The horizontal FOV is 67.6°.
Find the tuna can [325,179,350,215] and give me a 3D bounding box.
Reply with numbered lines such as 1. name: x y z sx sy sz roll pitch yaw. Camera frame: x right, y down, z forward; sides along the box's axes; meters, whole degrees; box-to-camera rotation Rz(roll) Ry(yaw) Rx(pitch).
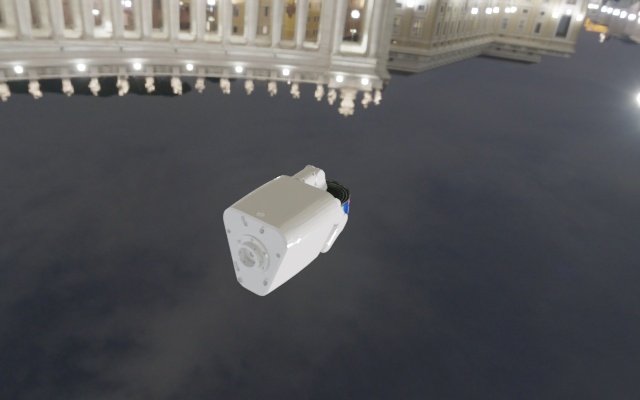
1. tuna can: 0.000 0.003 0.703 0.086 0.034 0.086 2 30 -1
